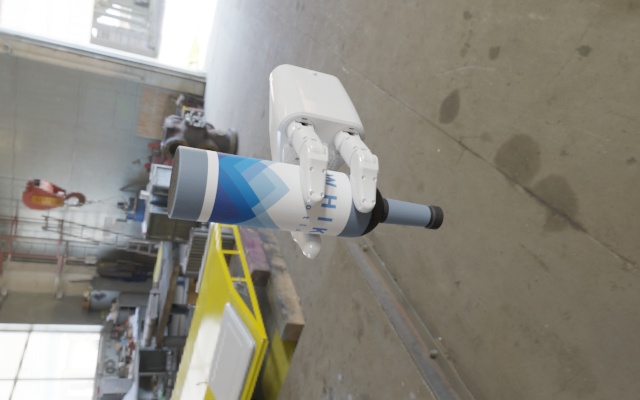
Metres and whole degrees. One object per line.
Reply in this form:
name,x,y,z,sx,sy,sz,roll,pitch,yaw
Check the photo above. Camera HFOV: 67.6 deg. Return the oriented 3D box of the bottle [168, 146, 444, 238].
bottle,0.000,0.002,0.492,0.296,0.069,0.069,8,-3,-23
